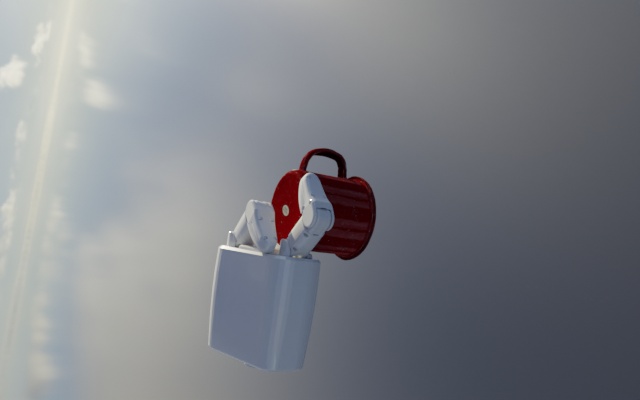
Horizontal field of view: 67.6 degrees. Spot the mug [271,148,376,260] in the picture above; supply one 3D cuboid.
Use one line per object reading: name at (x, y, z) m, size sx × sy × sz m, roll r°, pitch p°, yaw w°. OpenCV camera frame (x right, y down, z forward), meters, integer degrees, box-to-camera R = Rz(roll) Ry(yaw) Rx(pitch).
mug at (0.000, 0.000, 0.506) m, size 0.081 × 0.117 × 0.093 m, roll 10°, pitch -7°, yaw -30°
